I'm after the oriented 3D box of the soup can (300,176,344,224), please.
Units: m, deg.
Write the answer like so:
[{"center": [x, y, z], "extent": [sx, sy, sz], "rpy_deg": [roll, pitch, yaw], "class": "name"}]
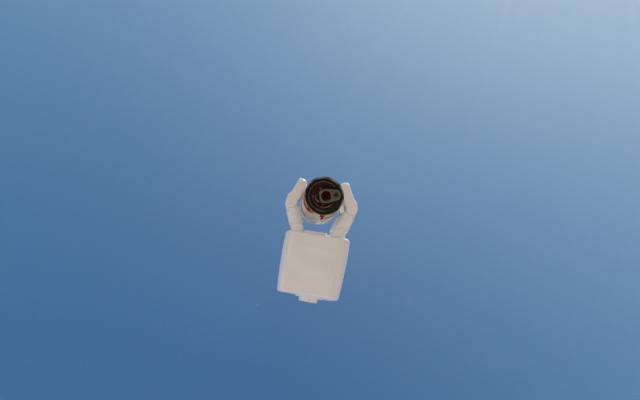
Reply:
[{"center": [0.000, 0.002, 0.850], "extent": [0.068, 0.068, 0.102], "rpy_deg": [0, -12, -8], "class": "soup can"}]
